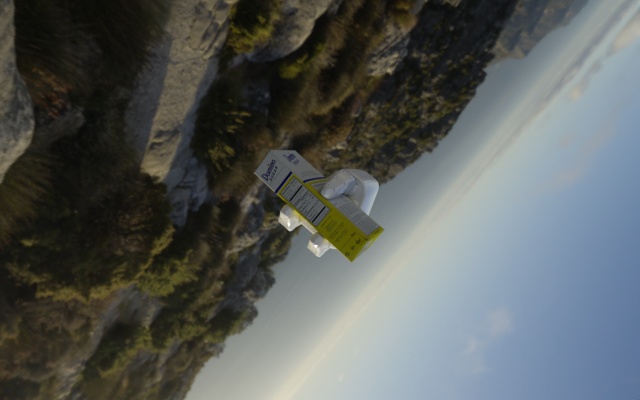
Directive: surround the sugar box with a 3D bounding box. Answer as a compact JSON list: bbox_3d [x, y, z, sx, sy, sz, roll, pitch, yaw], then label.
[{"bbox_3d":[0.000,0.003,0.648,0.176,0.048,0.093,40,16,12],"label":"sugar box"}]
